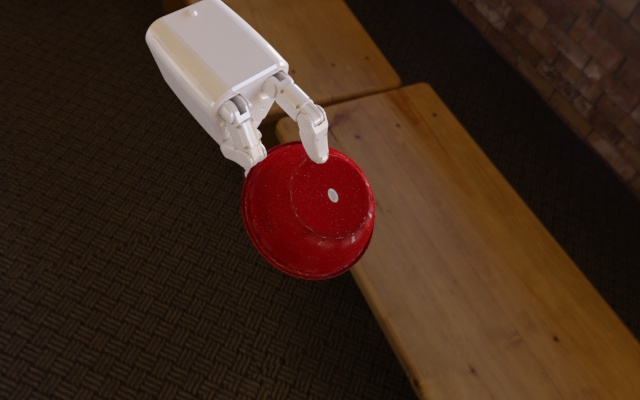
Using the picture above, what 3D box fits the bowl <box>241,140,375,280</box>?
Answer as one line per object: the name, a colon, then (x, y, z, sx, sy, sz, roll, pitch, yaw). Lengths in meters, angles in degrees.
bowl: (0.001, 0.002, 0.513, 0.162, 0.162, 0.055, 0, -15, -25)
